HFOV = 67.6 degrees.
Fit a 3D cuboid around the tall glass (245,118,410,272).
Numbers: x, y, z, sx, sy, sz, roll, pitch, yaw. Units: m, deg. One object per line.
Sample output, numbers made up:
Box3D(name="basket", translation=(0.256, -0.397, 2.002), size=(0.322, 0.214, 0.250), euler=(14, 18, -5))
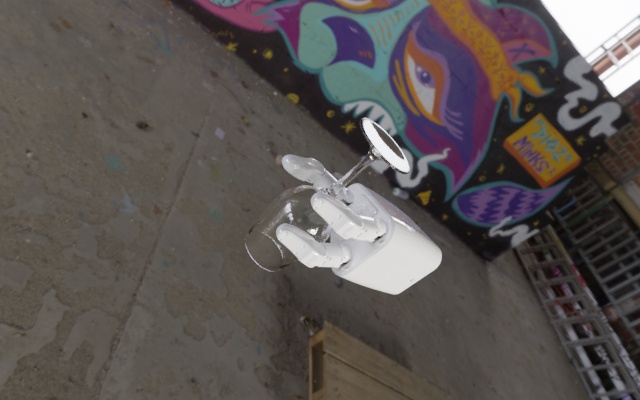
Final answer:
Box3D(name="tall glass", translation=(0.000, 0.001, 0.537), size=(0.201, 0.079, 0.079), euler=(-41, -20, 26))
